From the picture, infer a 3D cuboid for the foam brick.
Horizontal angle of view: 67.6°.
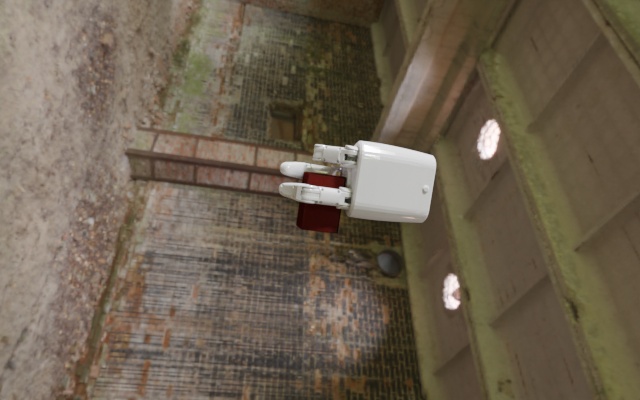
[{"bbox_3d":[0.000,0.002,0.647,0.051,0.078,0.053,8,4,-11],"label":"foam brick"}]
